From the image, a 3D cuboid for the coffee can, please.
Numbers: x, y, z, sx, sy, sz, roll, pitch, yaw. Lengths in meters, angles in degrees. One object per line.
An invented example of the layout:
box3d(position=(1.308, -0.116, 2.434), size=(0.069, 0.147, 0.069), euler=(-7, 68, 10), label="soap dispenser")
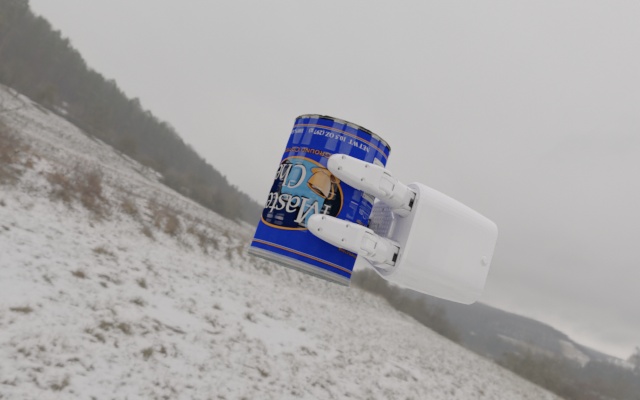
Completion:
box3d(position=(0.000, 0.002, 0.468), size=(0.103, 0.140, 0.103), euler=(18, -10, 3), label="coffee can")
